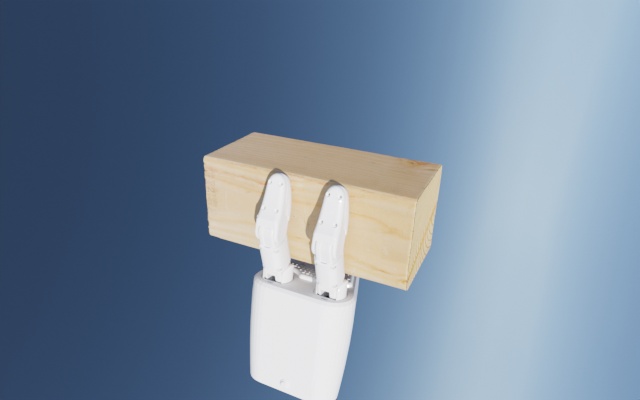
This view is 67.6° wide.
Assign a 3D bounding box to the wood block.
[{"bbox_3d":[0.000,0.002,0.463,0.206,0.090,0.090,13,27,22],"label":"wood block"}]
